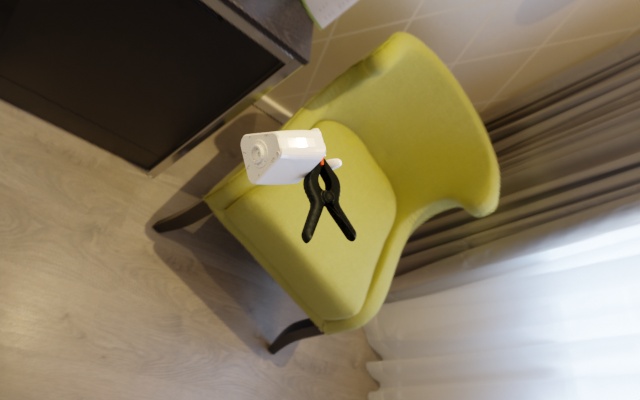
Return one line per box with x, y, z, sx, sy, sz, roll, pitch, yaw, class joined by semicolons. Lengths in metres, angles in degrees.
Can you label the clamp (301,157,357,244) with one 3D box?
0.001;0.003;0.892;0.120;0.171;0.039;-8;-14;-44;clamp
